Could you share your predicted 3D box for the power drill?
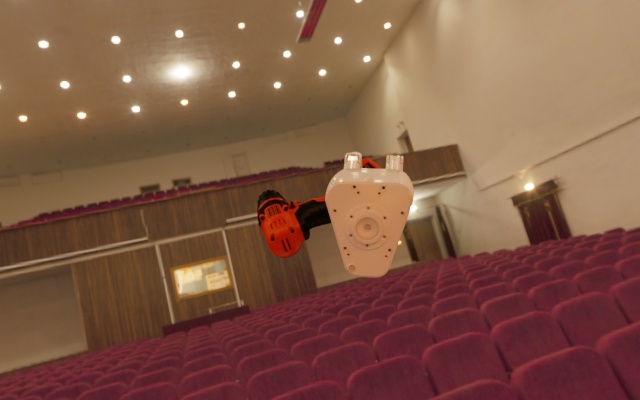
[{"bbox_3d":[0.001,0.002,0.684,0.187,0.057,0.184,-23,24,-4],"label":"power drill"}]
